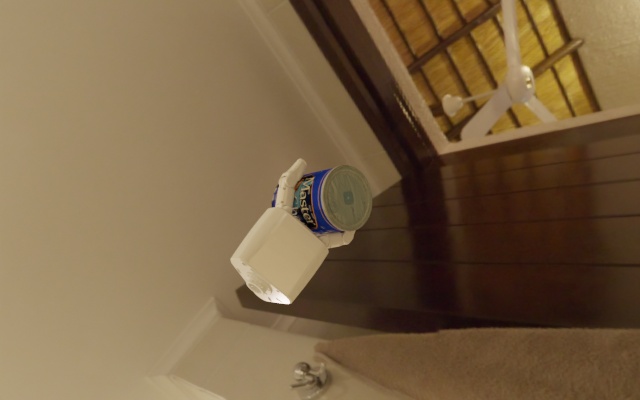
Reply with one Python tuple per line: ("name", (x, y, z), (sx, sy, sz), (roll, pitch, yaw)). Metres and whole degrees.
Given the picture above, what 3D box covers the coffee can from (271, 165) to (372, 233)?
("coffee can", (0.000, 0.002, 0.788), (0.103, 0.103, 0.140), (0, -5, -39))
